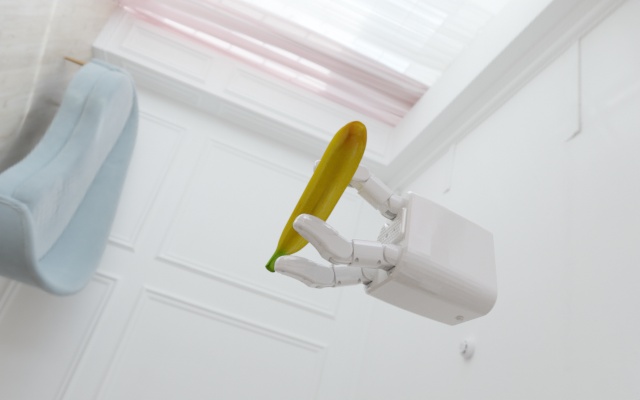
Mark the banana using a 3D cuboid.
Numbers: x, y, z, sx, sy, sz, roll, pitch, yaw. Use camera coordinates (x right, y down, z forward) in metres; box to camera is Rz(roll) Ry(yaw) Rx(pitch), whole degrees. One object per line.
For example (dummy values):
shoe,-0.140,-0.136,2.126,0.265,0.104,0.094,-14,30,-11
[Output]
banana,0.003,-0.006,0.471,0.037,0.198,0.069,27,35,-4
